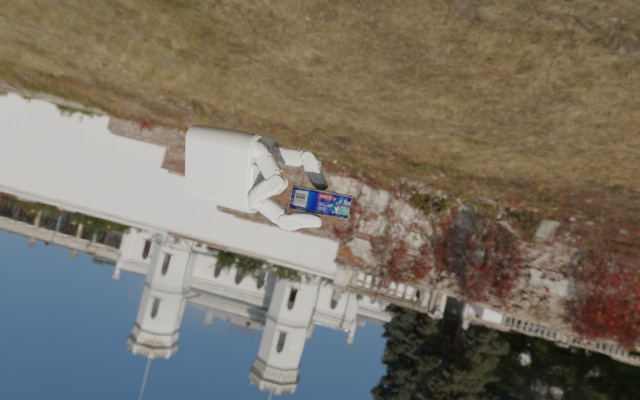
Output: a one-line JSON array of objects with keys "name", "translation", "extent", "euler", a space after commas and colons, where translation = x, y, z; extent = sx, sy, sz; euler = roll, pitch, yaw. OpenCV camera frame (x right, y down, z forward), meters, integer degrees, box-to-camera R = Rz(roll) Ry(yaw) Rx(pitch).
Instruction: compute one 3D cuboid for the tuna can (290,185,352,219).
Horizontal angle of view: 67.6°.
[{"name": "tuna can", "translation": [0.000, 0.003, 0.675], "extent": [0.086, 0.034, 0.086], "euler": [10, 0, 0]}]
